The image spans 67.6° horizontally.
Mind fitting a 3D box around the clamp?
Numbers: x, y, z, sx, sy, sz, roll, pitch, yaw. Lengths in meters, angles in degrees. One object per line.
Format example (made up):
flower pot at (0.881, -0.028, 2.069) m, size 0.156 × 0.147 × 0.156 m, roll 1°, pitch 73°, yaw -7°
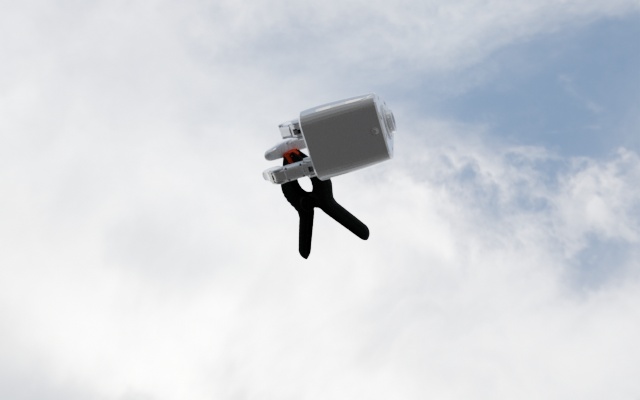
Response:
clamp at (0.000, 0.002, 0.706) m, size 0.120 × 0.171 × 0.039 m, roll -13°, pitch 16°, yaw 18°
